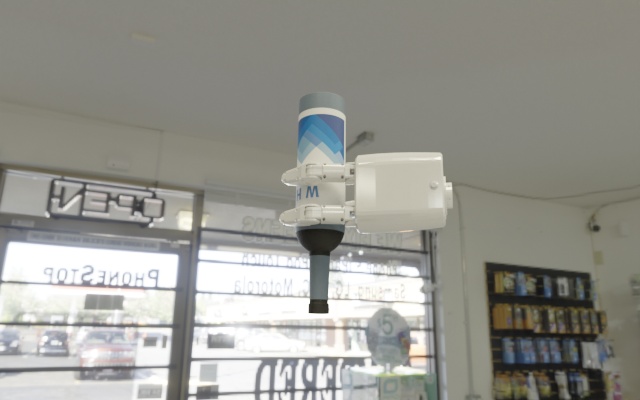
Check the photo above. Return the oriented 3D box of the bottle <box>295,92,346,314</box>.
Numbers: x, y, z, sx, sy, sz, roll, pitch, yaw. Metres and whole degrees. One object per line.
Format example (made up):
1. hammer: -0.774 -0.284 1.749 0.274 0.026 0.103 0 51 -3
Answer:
1. bottle: 0.000 0.002 0.644 0.069 0.295 0.069 1 -15 0
